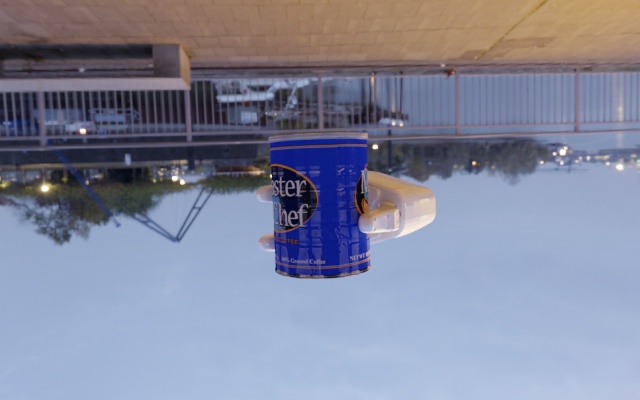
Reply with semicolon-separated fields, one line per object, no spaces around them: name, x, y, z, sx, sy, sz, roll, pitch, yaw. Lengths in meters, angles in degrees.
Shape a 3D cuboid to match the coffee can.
coffee can;0.000;0.001;0.499;0.103;0.140;0.103;-2;4;0
